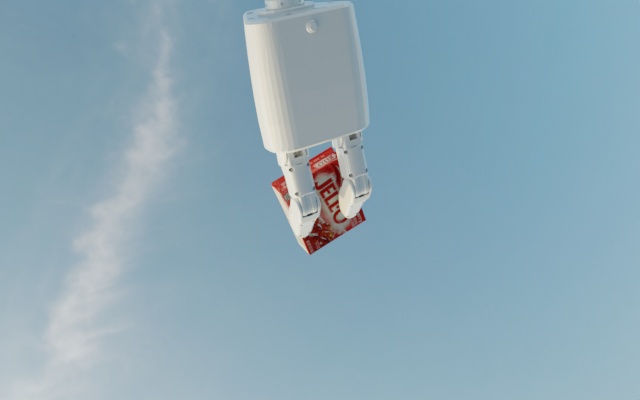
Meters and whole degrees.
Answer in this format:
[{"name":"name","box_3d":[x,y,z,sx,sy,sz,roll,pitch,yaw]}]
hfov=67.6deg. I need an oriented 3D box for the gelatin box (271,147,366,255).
[{"name":"gelatin box","box_3d":[0.000,0.002,0.489,0.073,0.089,0.030,-31,37,-13]}]
